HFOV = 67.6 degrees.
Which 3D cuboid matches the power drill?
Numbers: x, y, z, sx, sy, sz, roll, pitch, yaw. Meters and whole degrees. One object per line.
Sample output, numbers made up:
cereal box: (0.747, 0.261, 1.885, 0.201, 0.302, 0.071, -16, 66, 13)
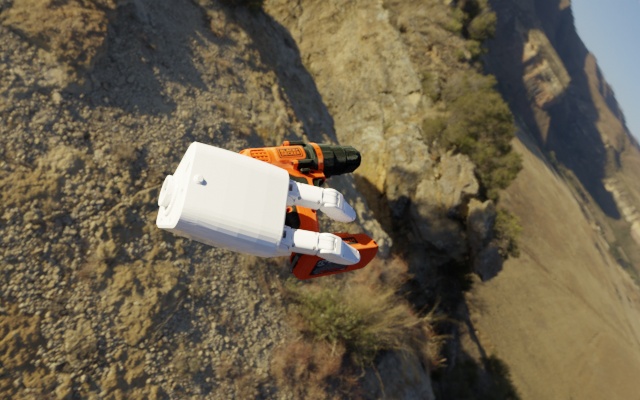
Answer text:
power drill: (0.000, 0.002, 0.612, 0.184, 0.187, 0.057, -8, -36, -27)
